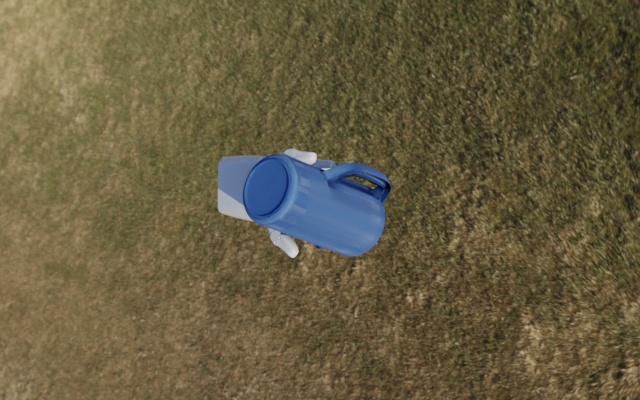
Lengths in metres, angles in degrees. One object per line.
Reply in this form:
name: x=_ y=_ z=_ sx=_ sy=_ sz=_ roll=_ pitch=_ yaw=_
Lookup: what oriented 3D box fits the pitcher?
pitcher: x=0.000 y=0.003 z=0.779 sx=0.145 sy=0.149 sz=0.243 roll=9 pitch=-8 yaw=38
